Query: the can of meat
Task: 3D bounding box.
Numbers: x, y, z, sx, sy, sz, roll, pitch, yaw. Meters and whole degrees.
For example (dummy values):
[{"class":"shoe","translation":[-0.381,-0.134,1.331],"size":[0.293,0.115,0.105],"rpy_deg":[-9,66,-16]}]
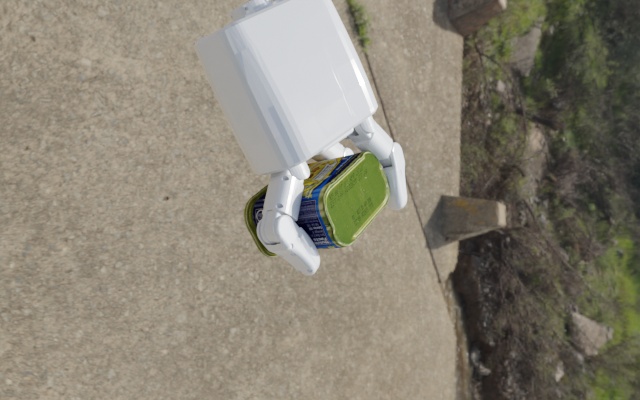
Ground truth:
[{"class":"can of meat","translation":[0.000,0.001,0.408],"size":[0.084,0.057,0.102],"rpy_deg":[-9,23,39]}]
